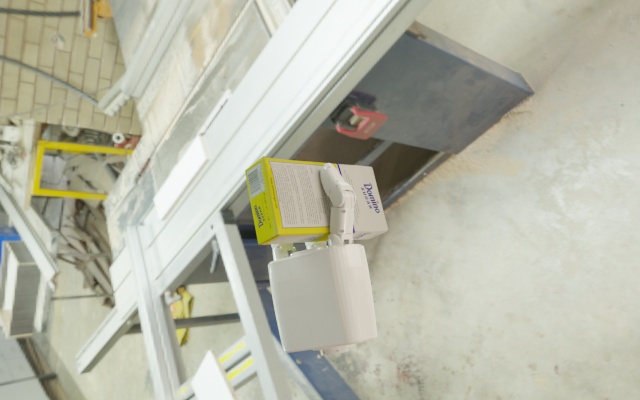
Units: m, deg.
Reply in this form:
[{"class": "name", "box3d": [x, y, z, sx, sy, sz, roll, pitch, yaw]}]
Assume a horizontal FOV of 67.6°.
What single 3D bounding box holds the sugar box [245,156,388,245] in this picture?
[{"class": "sugar box", "box3d": [0.000, 0.002, 0.578, 0.176, 0.093, 0.048, 3, -22, -43]}]
